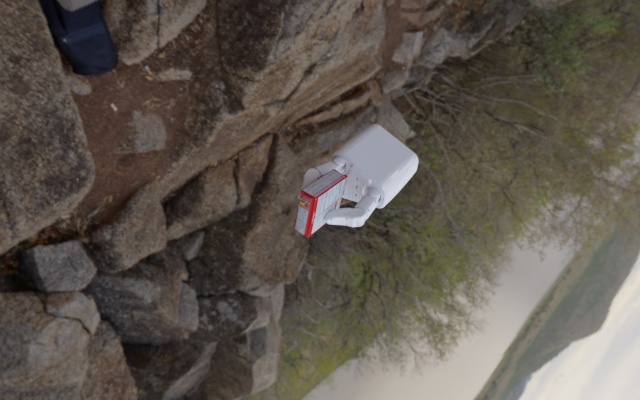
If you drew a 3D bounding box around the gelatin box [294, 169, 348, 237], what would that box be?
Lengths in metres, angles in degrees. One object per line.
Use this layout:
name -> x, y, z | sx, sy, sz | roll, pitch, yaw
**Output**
gelatin box -> 0.000, 0.003, 0.715 | 0.030, 0.073, 0.089 | 29, 39, 21
